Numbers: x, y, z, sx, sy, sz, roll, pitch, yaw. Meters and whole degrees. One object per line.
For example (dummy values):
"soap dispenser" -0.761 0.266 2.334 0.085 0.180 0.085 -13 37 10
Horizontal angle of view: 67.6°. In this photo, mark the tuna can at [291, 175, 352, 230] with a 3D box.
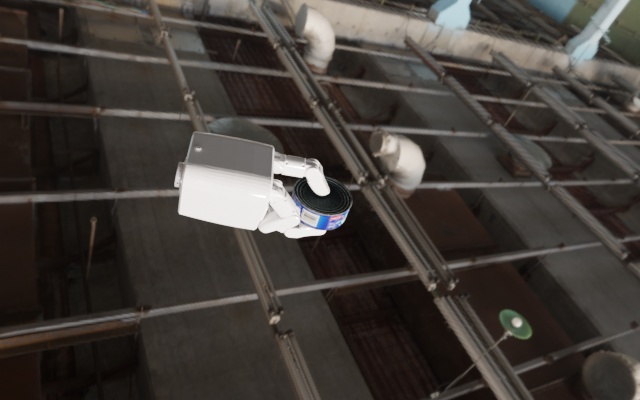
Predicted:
"tuna can" 0.000 0.003 0.686 0.086 0.034 0.086 11 40 -10
